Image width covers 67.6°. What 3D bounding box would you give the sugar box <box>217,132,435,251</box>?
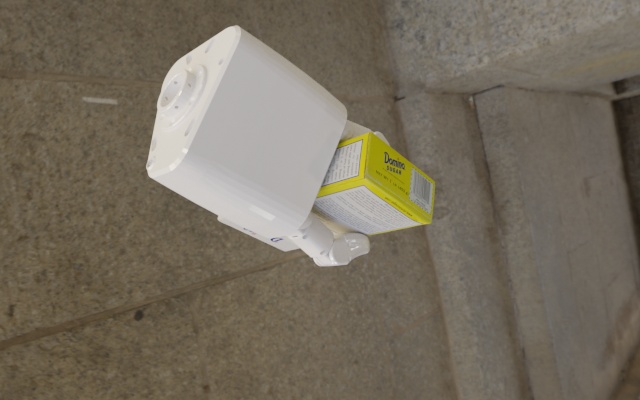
[{"bbox_3d":[0.000,0.001,0.420,0.176,0.048,0.093,-12,-32,42],"label":"sugar box"}]
